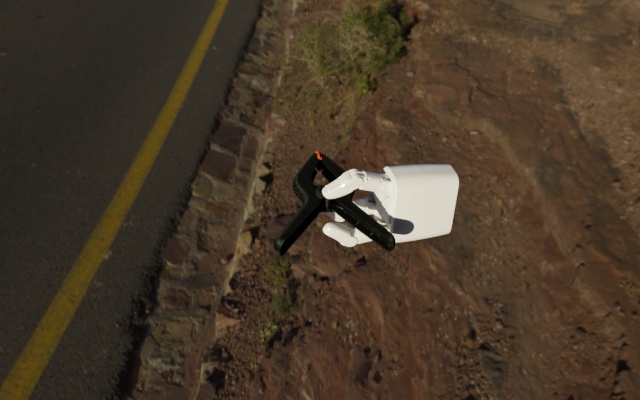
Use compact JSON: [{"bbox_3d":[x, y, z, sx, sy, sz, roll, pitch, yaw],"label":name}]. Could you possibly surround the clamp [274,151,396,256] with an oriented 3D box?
[{"bbox_3d":[0.000,0.001,0.698,0.164,0.036,0.209,-5,44,-15],"label":"clamp"}]
